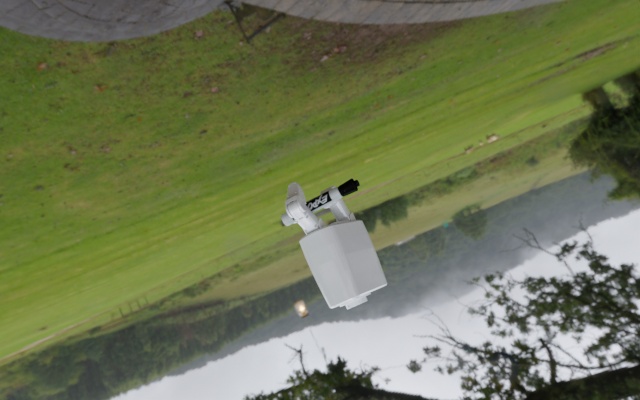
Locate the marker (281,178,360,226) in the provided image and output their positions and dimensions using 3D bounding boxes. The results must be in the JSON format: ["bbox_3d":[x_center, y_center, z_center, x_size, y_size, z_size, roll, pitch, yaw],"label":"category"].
[{"bbox_3d":[0.000,0.002,0.662,0.121,0.020,0.020,-27,-9,18],"label":"marker"}]
